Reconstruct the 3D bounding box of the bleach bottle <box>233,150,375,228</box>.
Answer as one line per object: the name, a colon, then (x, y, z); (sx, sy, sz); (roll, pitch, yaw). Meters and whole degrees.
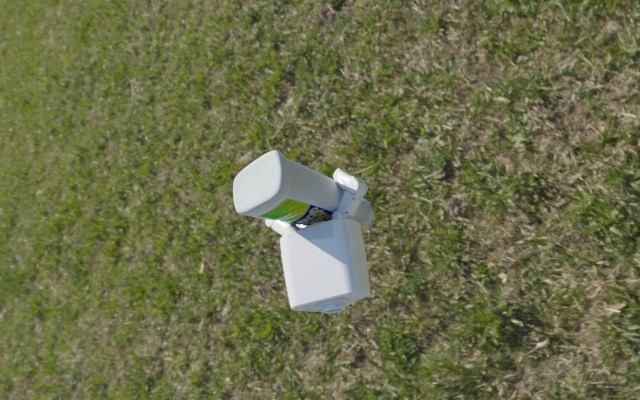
bleach bottle: (0.000, 0.002, 0.702); (0.102, 0.068, 0.251); (-27, -29, 36)
